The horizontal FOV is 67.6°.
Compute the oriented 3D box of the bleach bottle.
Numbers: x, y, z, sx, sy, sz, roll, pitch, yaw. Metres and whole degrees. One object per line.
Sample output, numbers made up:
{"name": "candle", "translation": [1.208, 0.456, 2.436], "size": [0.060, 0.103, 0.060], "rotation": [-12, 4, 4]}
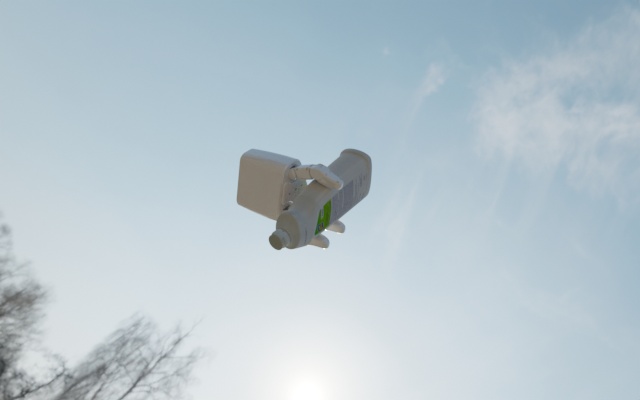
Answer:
{"name": "bleach bottle", "translation": [0.000, 0.003, 0.825], "size": [0.068, 0.103, 0.250], "rotation": [19, 37, 29]}
